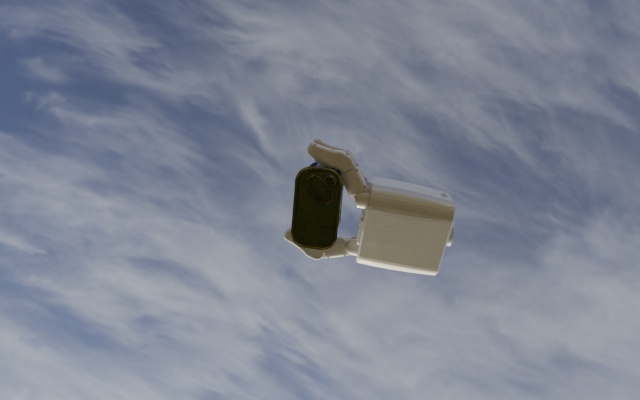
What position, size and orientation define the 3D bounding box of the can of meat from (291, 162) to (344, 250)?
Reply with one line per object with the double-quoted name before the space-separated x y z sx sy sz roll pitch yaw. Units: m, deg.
"can of meat" 0.000 0.002 0.614 0.057 0.102 0.084 7 13 6
